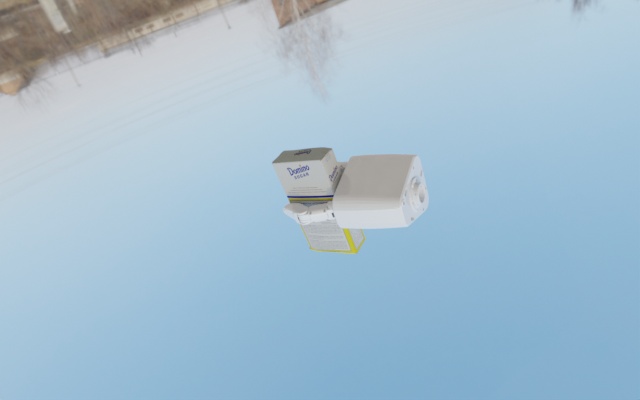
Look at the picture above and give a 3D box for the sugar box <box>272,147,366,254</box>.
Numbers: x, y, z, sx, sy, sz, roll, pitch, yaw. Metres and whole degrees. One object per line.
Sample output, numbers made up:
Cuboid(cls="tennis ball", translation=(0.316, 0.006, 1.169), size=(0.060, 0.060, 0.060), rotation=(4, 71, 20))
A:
Cuboid(cls="sugar box", translation=(0.001, 0.002, 0.750), size=(0.093, 0.176, 0.048), rotation=(0, 34, 33))
